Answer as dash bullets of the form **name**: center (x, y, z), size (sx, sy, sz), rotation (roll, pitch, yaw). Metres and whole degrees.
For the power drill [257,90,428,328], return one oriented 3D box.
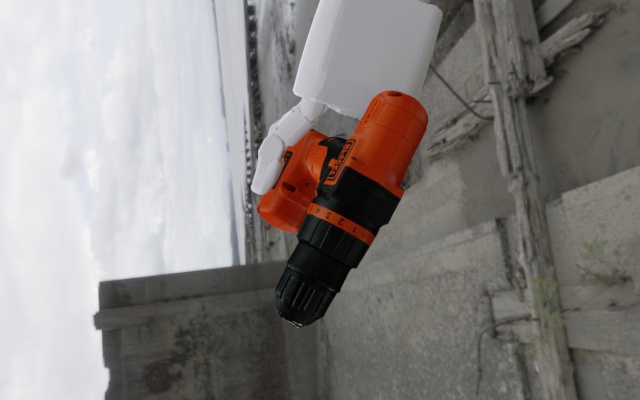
- **power drill**: center (0.000, 0.001, 0.410), size (0.057, 0.184, 0.187), rotation (32, -6, -20)
